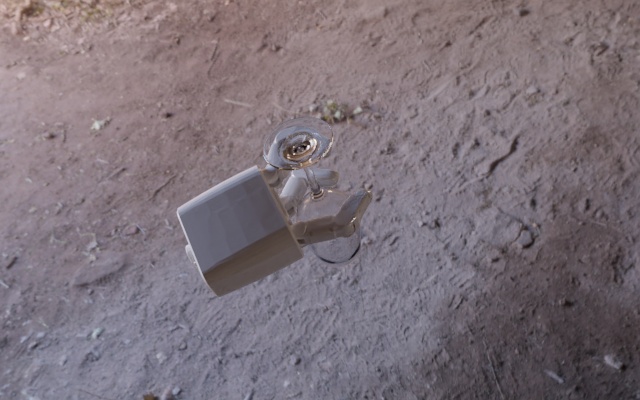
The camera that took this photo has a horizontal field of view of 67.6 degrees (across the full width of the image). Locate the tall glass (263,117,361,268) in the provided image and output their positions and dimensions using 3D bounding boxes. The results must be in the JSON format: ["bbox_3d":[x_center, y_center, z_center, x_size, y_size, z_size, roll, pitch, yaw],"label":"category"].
[{"bbox_3d":[0.000,0.001,0.557,0.079,0.079,0.201,0,-38,18],"label":"tall glass"}]
